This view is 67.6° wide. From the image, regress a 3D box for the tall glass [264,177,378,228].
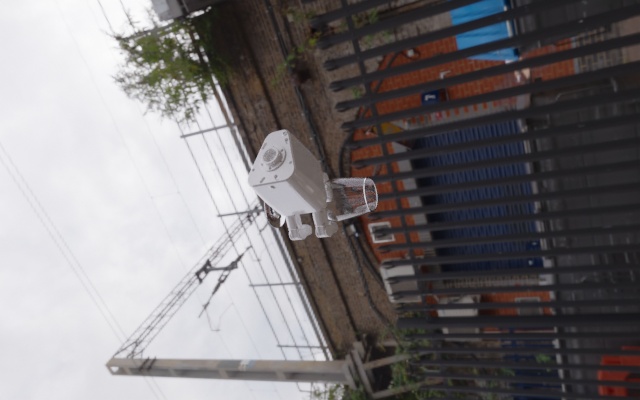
[{"bbox_3d":[0.000,0.003,0.874,0.201,0.079,0.079,-9,-4,26],"label":"tall glass"}]
